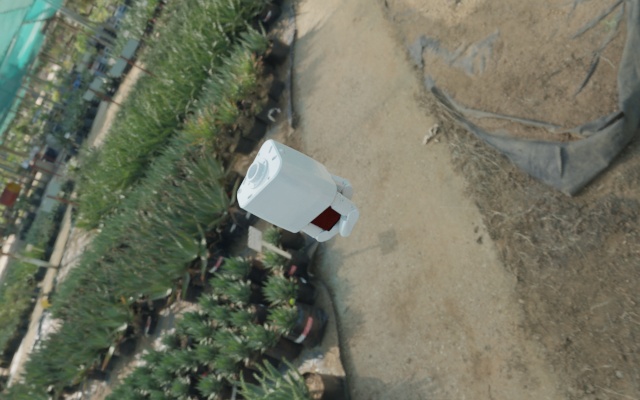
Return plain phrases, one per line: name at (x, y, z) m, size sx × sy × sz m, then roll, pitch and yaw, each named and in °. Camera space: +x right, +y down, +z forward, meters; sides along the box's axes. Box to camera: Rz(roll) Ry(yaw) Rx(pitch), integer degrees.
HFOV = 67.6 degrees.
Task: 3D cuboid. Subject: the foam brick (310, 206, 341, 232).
foam brick at (0.000, 0.003, 0.792) m, size 0.051 × 0.053 × 0.078 m, roll 28°, pitch 20°, yaw -33°
